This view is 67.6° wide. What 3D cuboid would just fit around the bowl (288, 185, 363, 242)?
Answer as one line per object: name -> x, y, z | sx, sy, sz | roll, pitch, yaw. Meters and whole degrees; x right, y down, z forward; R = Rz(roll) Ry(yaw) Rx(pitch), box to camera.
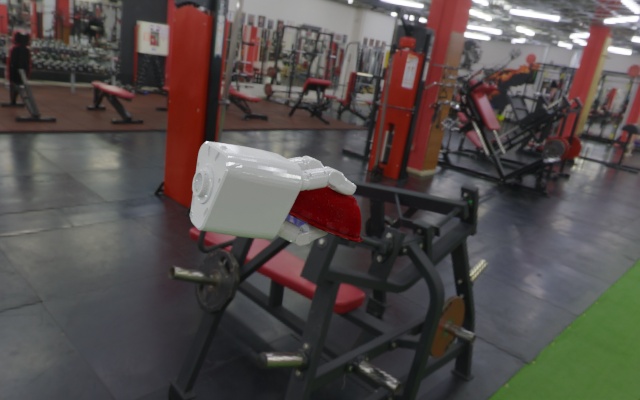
bowl -> 0.001, 0.002, 0.709 | 0.162, 0.055, 0.162 | 25, 5, -2
